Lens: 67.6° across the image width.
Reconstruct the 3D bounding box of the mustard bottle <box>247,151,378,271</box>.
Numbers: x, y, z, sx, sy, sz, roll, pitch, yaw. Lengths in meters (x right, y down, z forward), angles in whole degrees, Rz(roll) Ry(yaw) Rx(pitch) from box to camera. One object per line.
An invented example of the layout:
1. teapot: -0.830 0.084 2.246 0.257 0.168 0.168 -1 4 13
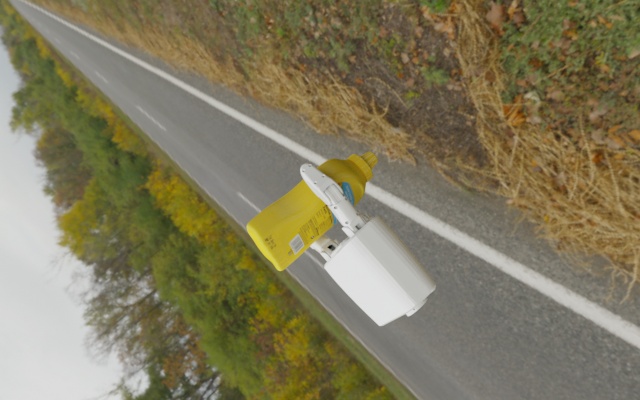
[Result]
1. mustard bottle: 0.000 0.002 0.610 0.058 0.191 0.096 42 -15 32
